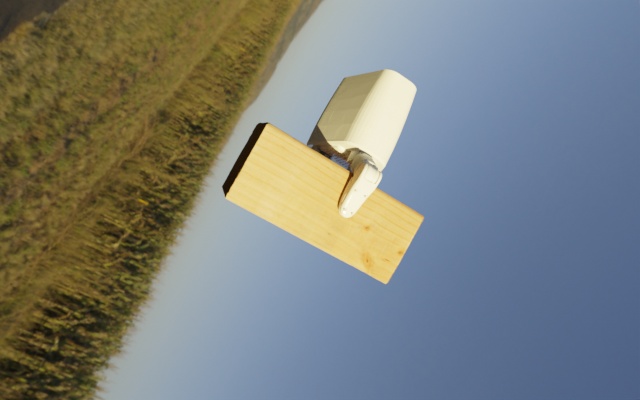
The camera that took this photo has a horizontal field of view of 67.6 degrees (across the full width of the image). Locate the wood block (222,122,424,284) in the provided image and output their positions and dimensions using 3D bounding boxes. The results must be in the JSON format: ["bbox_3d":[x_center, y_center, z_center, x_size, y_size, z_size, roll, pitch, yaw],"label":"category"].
[{"bbox_3d":[0.000,0.002,0.550,0.206,0.090,0.091,29,0,-16],"label":"wood block"}]
